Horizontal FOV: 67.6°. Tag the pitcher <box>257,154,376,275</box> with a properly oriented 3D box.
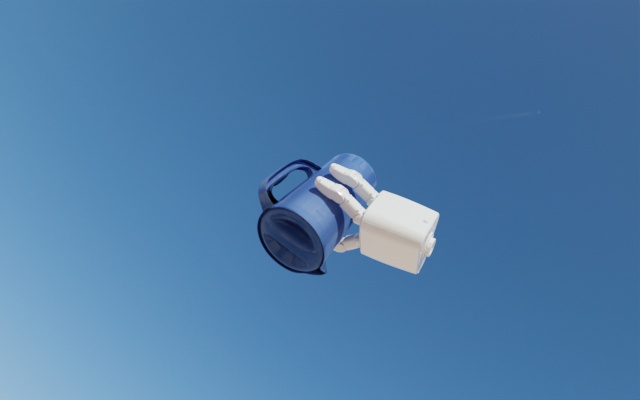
[{"bbox_3d":[0.000,0.003,0.864,0.145,0.149,0.242,20,40,22],"label":"pitcher"}]
